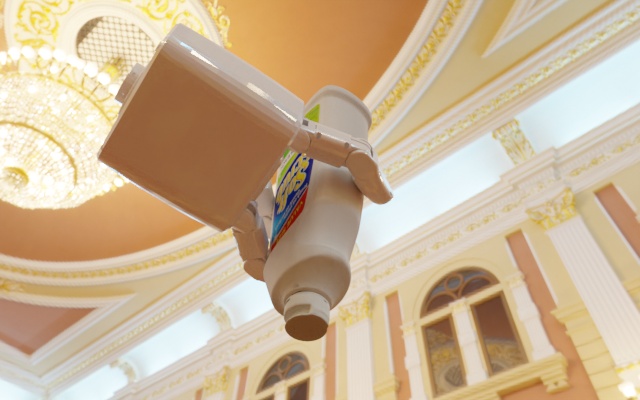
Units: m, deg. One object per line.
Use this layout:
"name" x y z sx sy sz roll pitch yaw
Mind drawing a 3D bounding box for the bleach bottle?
"bleach bottle" 0.000 0.001 0.404 0.068 0.103 0.250 32 32 -20
